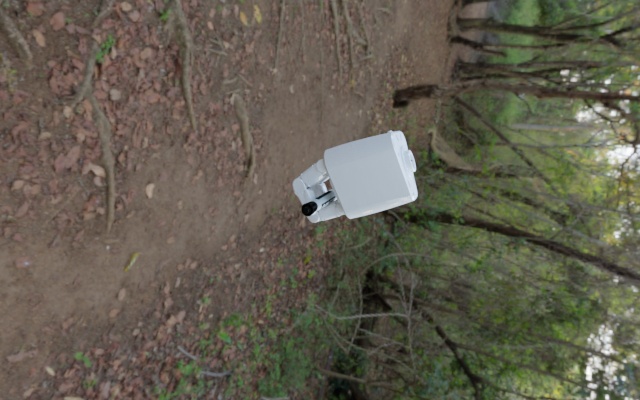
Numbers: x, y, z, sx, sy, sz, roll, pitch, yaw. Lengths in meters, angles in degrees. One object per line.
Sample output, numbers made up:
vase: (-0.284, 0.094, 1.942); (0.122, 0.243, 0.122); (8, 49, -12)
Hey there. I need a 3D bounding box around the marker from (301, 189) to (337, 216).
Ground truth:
marker: (0.000, 0.002, 0.713); (0.020, 0.020, 0.121); (0, 11, 20)
